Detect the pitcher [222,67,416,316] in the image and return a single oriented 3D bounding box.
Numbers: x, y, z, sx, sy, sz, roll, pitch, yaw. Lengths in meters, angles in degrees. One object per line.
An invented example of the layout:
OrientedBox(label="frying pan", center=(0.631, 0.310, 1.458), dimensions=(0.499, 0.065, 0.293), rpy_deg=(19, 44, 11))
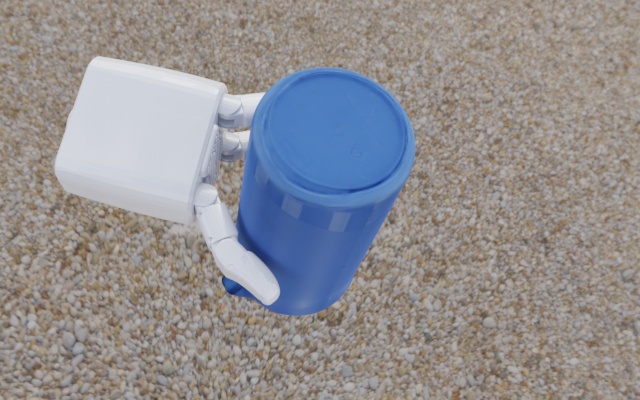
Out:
OrientedBox(label="pitcher", center=(0.000, 0.001, 0.408), dimensions=(0.145, 0.149, 0.243), rpy_deg=(16, -27, -3))
